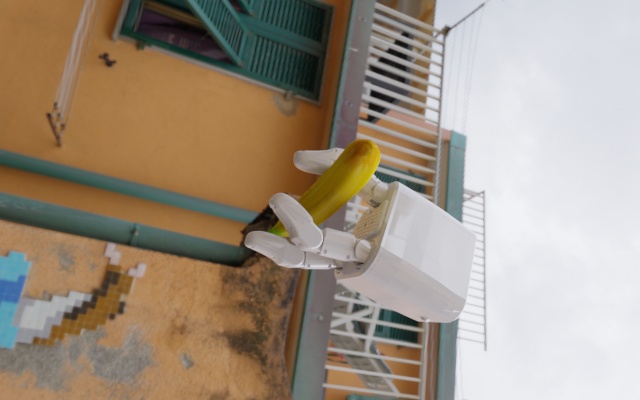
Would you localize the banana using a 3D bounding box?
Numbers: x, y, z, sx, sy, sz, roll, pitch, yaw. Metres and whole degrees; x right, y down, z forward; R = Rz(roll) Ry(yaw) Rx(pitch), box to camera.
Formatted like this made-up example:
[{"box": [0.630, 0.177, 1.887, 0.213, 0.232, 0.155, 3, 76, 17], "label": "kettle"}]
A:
[{"box": [0.008, -0.007, 0.454, 0.069, 0.037, 0.198, -45, 0, -42], "label": "banana"}]
